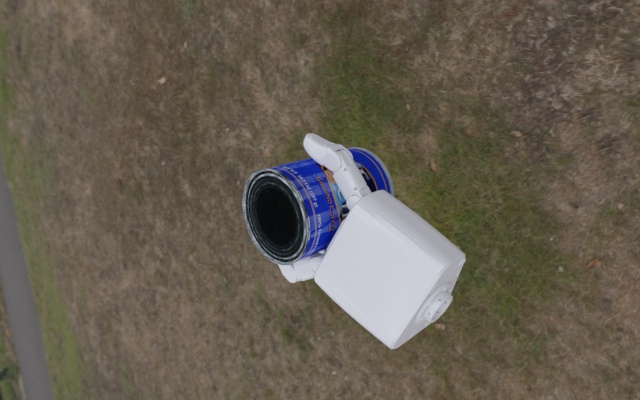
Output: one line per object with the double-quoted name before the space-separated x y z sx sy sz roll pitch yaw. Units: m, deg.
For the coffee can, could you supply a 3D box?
"coffee can" 0.000 0.002 0.533 0.103 0.103 0.140 0 13 46
